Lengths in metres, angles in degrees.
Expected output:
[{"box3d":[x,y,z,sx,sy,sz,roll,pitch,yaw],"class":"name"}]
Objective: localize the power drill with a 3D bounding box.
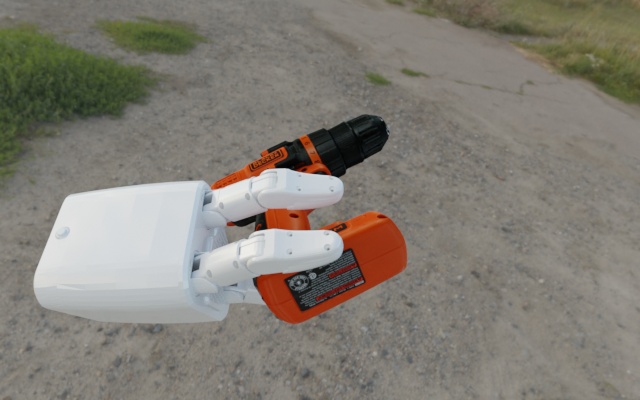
[{"box3d":[0.000,0.002,0.400,0.184,0.057,0.187,-28,32,-2],"class":"power drill"}]
